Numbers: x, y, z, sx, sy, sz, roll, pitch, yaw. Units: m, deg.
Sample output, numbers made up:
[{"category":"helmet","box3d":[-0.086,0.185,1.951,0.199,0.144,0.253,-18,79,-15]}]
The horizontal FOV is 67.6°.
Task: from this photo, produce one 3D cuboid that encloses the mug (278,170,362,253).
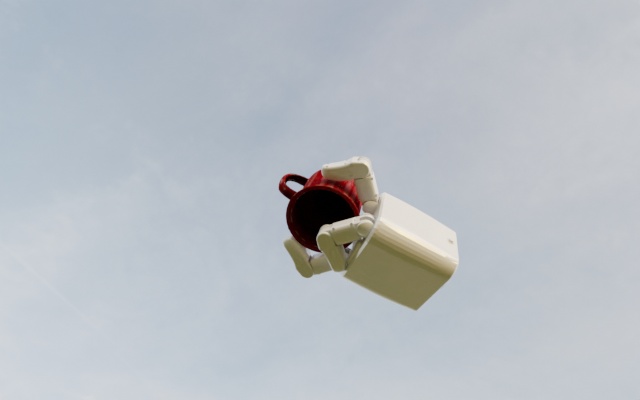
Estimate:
[{"category":"mug","box3d":[-0.001,0.001,0.614,0.117,0.093,0.081,28,28,-1]}]
